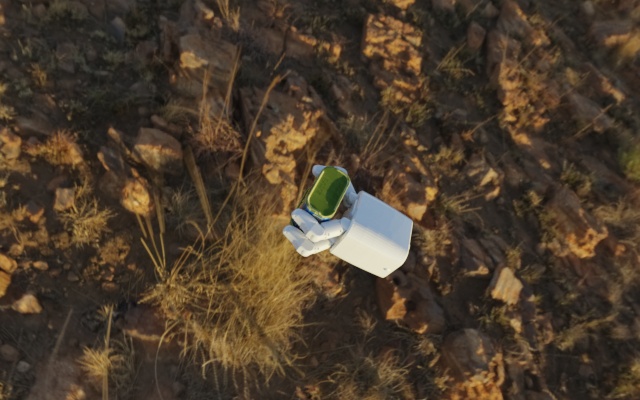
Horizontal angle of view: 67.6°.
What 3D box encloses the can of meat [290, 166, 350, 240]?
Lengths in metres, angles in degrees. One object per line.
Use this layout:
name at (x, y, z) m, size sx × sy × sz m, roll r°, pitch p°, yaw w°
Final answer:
can of meat at (0.000, 0.002, 0.793) m, size 0.057 × 0.102 × 0.084 m, roll 31°, pitch -34°, yaw -4°
